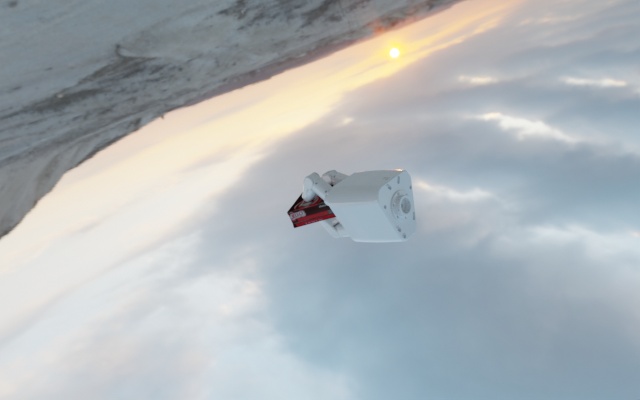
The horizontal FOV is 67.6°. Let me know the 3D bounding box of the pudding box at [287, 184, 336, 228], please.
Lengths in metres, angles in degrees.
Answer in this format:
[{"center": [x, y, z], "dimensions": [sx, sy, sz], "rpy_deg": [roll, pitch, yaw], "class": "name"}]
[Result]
[{"center": [0.000, 0.003, 0.868], "dimensions": [0.090, 0.039, 0.113], "rpy_deg": [-15, 16, 21], "class": "pudding box"}]
